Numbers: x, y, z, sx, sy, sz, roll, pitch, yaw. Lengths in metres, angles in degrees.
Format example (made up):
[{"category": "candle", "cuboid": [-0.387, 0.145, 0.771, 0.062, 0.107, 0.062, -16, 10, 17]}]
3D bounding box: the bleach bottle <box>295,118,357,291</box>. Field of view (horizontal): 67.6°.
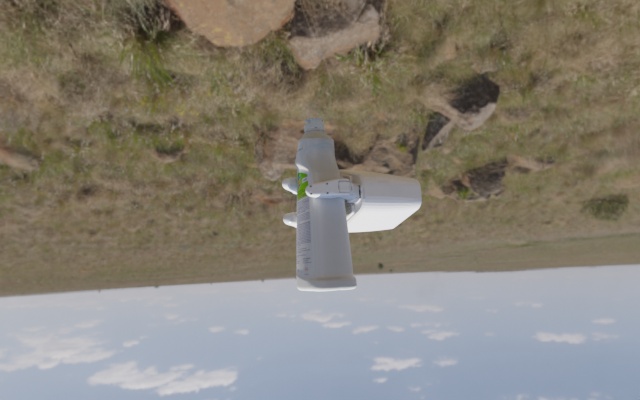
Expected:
[{"category": "bleach bottle", "cuboid": [0.000, 0.002, 0.692, 0.068, 0.251, 0.102, 1, -9, -24]}]
